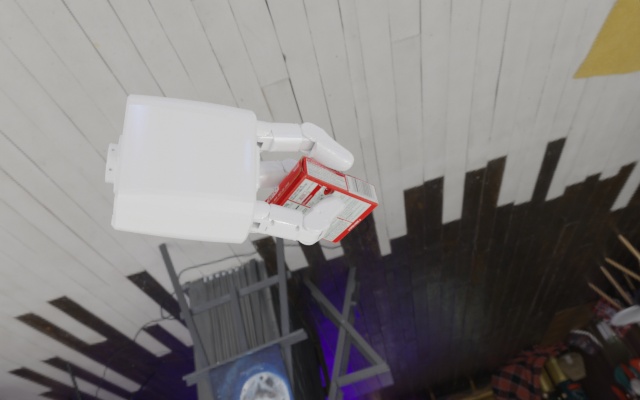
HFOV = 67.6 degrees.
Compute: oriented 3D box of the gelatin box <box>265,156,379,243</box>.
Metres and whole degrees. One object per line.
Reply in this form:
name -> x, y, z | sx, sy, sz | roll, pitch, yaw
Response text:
gelatin box -> 0.000, 0.002, 0.474 | 0.089, 0.030, 0.073 | 21, -48, -27
